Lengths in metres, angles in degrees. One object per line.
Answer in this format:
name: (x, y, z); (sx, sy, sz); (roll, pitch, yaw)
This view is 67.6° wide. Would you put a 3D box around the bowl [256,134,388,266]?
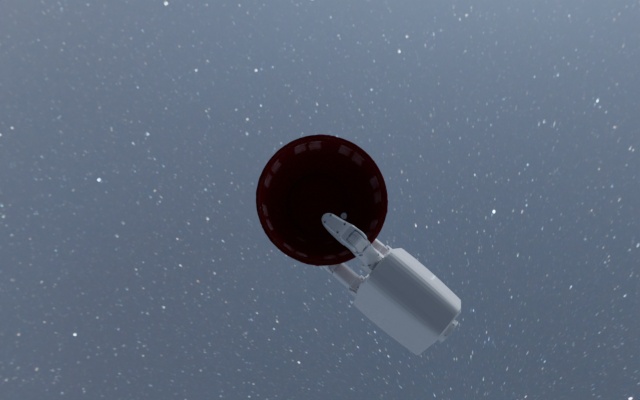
bowl: (-0.001, 0.001, 0.603); (0.162, 0.162, 0.055); (0, -9, -7)
